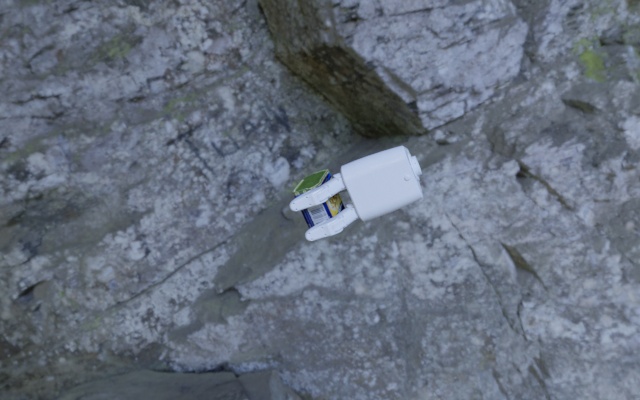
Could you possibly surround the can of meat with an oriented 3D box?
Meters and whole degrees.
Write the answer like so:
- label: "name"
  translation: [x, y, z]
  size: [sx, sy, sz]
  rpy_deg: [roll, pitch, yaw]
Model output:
- label: "can of meat"
  translation: [0.000, 0.002, 0.806]
  size: [0.057, 0.084, 0.102]
  rpy_deg: [-19, 15, 18]
